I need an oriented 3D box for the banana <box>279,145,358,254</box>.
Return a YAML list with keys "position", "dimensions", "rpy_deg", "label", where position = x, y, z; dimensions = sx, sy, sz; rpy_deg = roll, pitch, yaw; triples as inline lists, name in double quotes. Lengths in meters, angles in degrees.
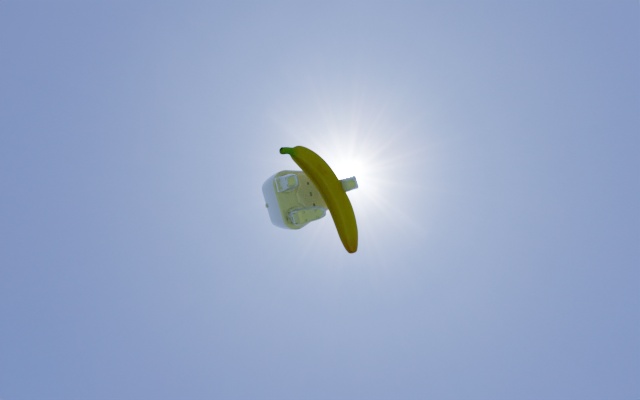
- position: [0.008, -0.011, 0.729]
  dimensions: [0.037, 0.198, 0.069]
  rpy_deg: [-19, 22, 48]
  label: "banana"
